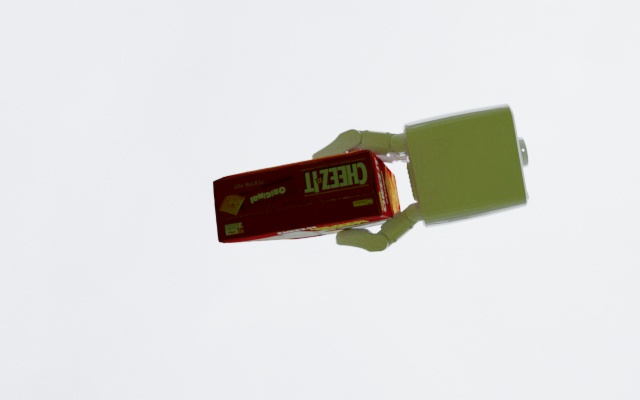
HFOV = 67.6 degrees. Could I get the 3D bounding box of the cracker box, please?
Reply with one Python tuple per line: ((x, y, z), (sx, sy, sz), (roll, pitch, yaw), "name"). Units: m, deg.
((0.000, 0.002, 0.546), (0.164, 0.072, 0.214), (-11, -6, 14), "cracker box")
